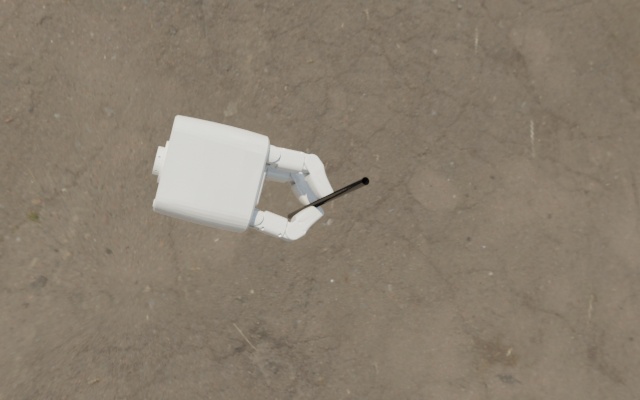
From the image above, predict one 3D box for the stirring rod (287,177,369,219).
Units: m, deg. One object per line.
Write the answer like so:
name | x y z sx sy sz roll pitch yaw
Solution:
stirring rod | 0.000 0.002 0.568 0.011 0.011 0.239 0 -10 -21
